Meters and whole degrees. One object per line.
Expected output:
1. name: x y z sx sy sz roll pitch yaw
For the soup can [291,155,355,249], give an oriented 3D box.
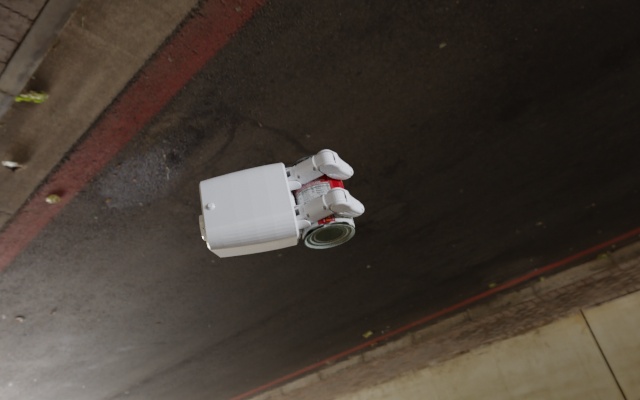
1. soup can: 0.001 0.002 0.611 0.068 0.102 0.068 -11 -29 -6
